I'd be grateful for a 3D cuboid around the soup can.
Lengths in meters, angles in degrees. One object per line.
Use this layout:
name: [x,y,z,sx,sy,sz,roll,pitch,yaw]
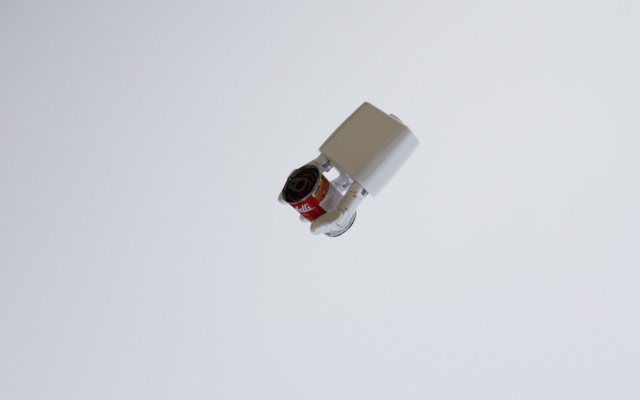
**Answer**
soup can: [0.000,0.003,0.717,0.068,0.068,0.102,0,-32,43]
